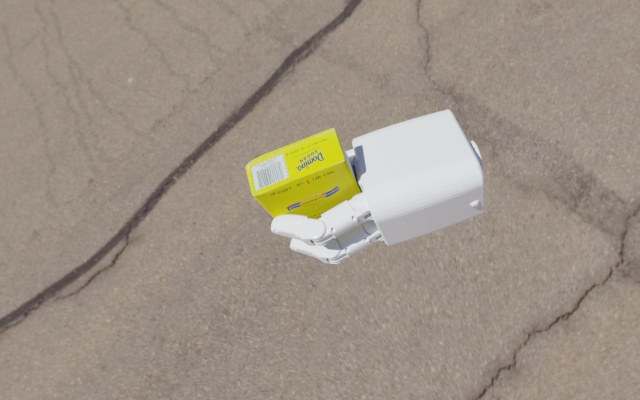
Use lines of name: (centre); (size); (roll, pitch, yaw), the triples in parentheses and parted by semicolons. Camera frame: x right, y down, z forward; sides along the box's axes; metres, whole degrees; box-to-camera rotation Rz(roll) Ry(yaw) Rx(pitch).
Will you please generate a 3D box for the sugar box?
sugar box: (0.000, 0.002, 0.507); (0.093, 0.048, 0.176); (-20, -32, 9)
